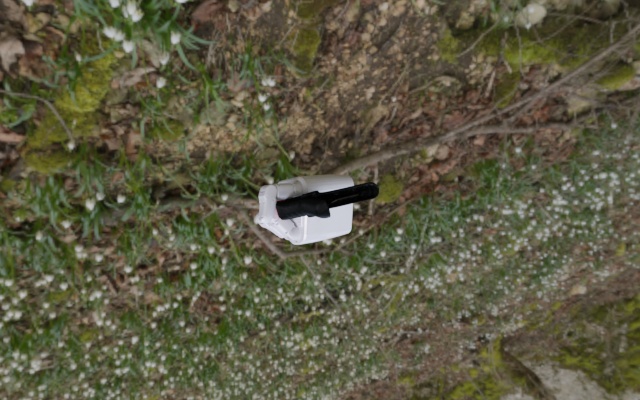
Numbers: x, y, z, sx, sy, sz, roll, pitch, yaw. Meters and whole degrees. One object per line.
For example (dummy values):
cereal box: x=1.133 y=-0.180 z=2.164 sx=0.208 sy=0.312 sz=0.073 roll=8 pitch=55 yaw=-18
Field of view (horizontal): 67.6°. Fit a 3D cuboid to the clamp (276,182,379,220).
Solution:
clamp: x=0.000 y=0.003 z=0.705 sx=0.120 sy=0.039 sz=0.171 roll=-12 pitch=6 yaw=-36
